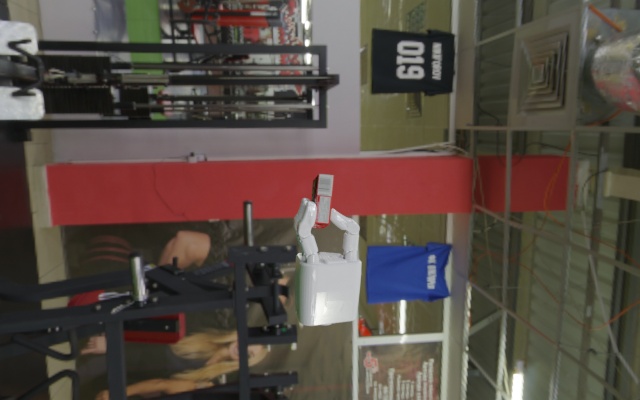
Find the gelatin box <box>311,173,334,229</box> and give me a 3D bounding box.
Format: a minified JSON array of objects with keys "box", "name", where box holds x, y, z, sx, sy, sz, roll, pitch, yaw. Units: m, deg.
[{"box":[0.001,0.002,0.835,0.030,0.089,0.073,6,-8,-7],"name":"gelatin box"}]
